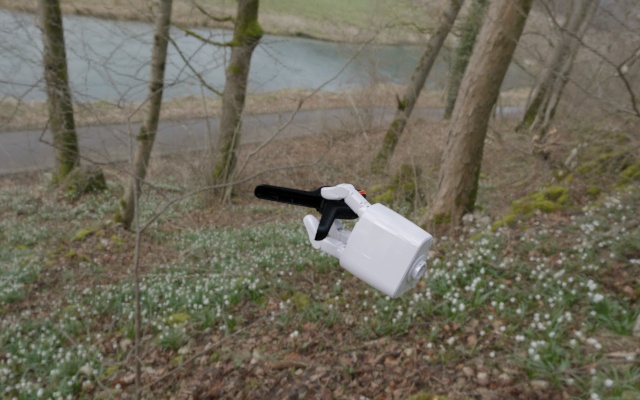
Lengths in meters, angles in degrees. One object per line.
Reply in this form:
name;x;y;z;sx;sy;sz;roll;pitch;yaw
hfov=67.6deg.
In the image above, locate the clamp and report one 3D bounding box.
clamp;0.001;0.002;0.829;0.164;0.036;0.210;31;27;29
